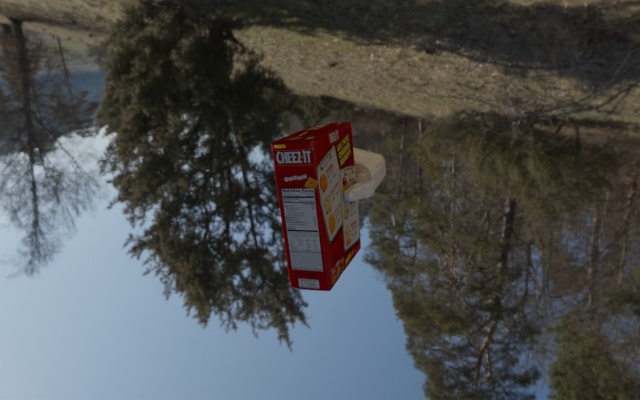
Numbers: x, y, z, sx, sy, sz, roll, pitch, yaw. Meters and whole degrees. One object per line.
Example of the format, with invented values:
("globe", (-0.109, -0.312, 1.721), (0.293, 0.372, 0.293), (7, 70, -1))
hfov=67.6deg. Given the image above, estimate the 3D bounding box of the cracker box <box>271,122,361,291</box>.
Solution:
("cracker box", (0.000, 0.002, 0.711), (0.072, 0.214, 0.164), (0, 17, 21))
